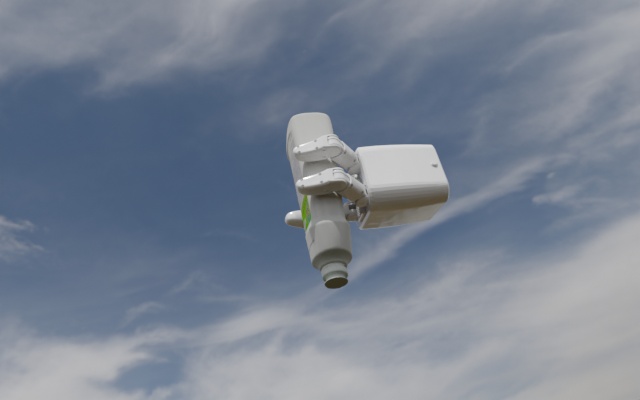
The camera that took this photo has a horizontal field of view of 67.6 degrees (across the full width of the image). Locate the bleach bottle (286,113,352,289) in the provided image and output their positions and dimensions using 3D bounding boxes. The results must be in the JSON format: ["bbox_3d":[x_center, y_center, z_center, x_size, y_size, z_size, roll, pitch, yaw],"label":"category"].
[{"bbox_3d":[0.000,0.002,0.634,0.068,0.250,0.103,-5,-37,-7],"label":"bleach bottle"}]
